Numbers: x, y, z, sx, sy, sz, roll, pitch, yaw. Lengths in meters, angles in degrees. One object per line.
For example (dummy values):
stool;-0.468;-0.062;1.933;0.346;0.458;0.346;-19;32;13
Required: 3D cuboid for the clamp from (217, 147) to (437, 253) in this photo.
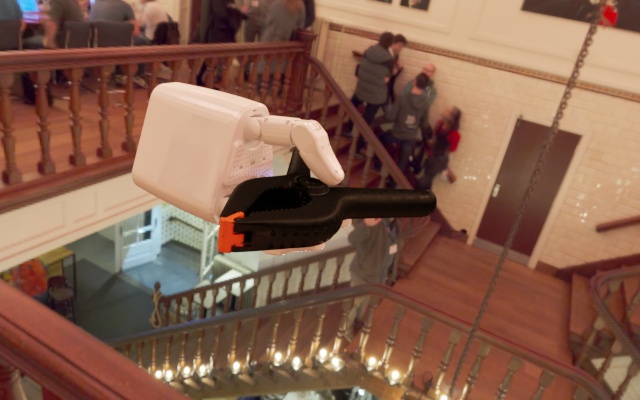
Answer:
clamp;0.000;0.001;0.411;0.164;0.036;0.210;19;26;23
